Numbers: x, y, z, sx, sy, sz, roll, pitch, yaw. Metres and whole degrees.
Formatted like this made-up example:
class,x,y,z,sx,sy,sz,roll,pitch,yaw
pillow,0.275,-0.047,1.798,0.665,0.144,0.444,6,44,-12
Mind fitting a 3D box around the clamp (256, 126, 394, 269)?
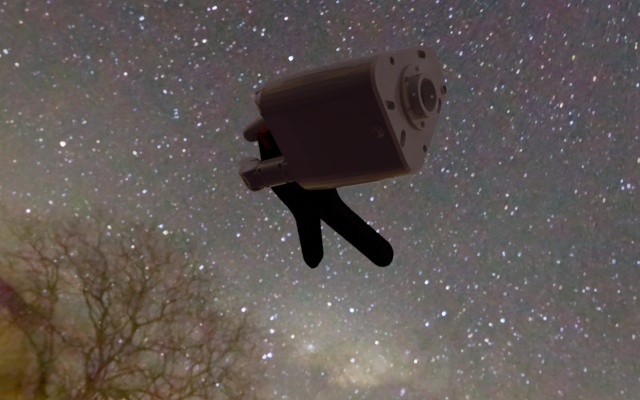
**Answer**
class,x,y,z,sx,sy,sz,roll,pitch,yaw
clamp,0.000,0.001,0.462,0.120,0.171,0.039,-4,33,39
